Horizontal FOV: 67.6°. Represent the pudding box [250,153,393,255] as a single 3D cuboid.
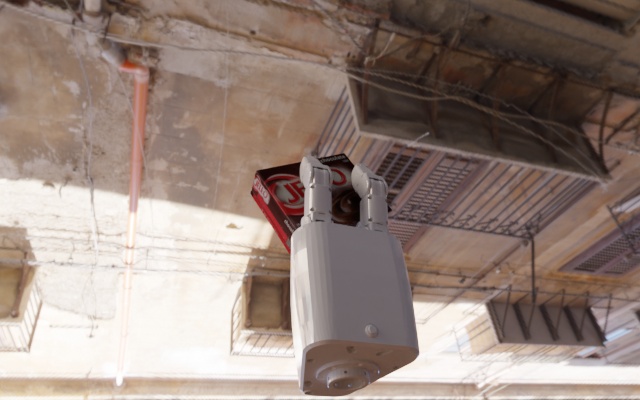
[{"bbox_3d":[0.000,0.002,0.476,0.113,0.090,0.039,-13,-36,-36],"label":"pudding box"}]
